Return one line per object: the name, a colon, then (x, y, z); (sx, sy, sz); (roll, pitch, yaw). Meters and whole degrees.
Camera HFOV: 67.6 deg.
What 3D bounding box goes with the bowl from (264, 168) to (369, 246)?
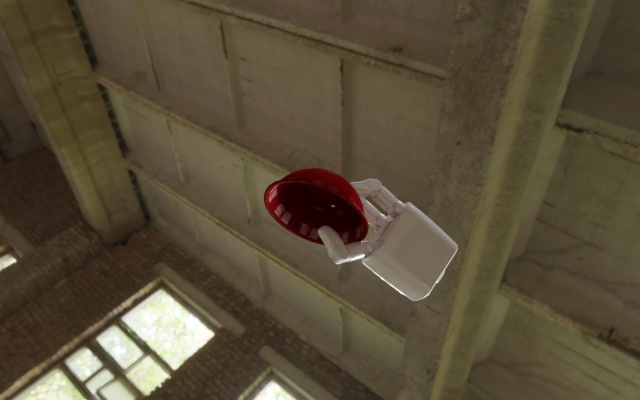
bowl: (-0.001, 0.001, 0.708); (0.162, 0.055, 0.162); (16, -33, 10)
